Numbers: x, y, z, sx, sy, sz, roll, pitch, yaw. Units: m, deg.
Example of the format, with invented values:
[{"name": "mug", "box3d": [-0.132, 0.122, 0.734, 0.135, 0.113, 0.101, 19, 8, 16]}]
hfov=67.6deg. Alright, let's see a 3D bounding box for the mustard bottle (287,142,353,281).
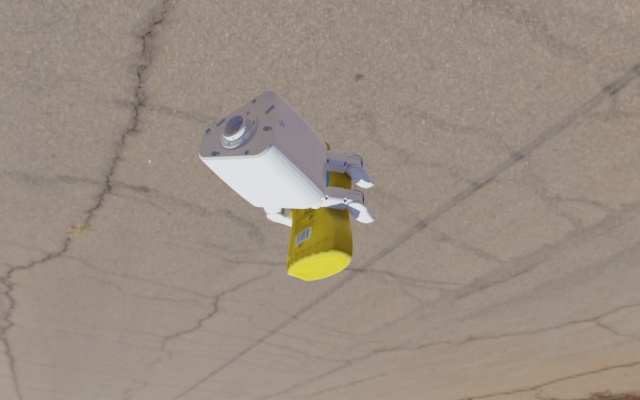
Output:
[{"name": "mustard bottle", "box3d": [0.000, 0.002, 0.628, 0.058, 0.191, 0.096, 23, -37, -30]}]
